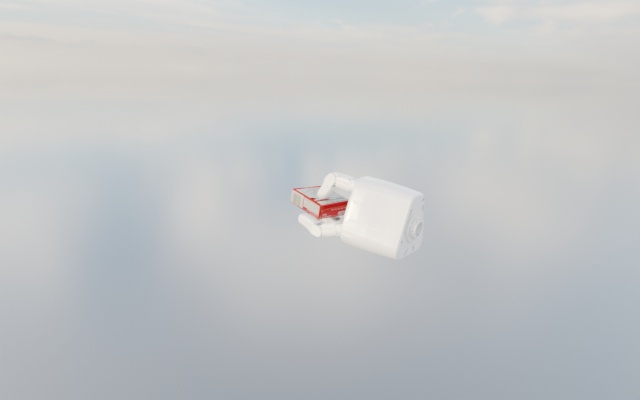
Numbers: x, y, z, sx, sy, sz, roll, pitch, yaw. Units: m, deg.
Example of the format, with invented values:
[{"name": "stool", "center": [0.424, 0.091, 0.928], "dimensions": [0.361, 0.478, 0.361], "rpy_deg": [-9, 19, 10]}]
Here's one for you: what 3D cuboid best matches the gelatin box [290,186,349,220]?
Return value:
[{"name": "gelatin box", "center": [0.000, 0.002, 0.875], "dimensions": [0.073, 0.030, 0.089], "rpy_deg": [-8, 27, -40]}]
